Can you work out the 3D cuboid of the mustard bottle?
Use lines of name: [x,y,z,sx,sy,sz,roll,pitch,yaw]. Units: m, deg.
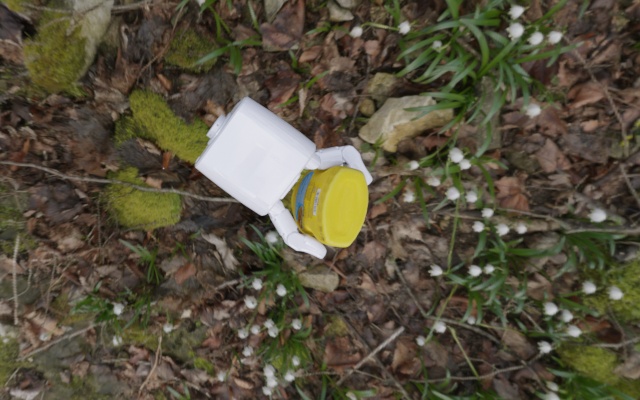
mustard bottle: [0.000,0.002,0.648,0.058,0.096,0.191,9,1,-19]
